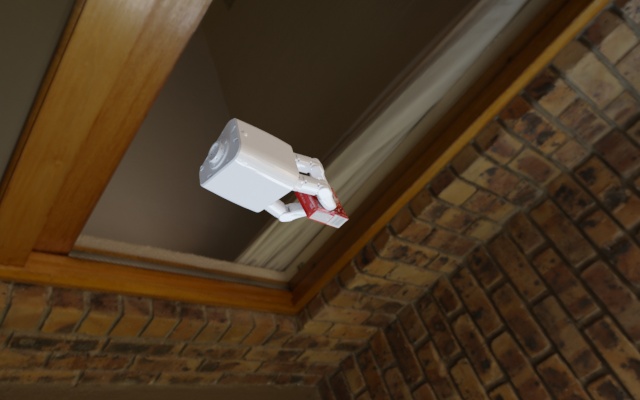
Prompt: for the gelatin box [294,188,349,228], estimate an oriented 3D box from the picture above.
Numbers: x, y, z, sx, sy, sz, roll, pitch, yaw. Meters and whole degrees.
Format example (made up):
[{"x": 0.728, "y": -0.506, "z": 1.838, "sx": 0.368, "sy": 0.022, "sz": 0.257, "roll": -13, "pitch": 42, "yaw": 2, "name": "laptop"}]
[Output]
[{"x": 0.000, "y": 0.003, "z": 0.811, "sx": 0.030, "sy": 0.073, "sz": 0.089, "roll": -42, "pitch": -36, "yaw": 22, "name": "gelatin box"}]
